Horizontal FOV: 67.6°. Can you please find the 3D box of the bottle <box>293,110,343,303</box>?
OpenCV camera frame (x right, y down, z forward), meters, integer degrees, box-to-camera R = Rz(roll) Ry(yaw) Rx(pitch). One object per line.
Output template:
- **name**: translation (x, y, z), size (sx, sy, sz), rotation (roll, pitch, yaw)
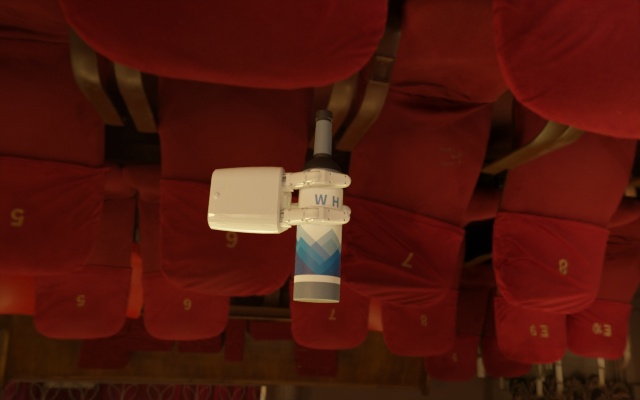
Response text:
- **bottle**: translation (0.000, 0.003, 0.723), size (0.069, 0.295, 0.069), rotation (2, -15, 1)
